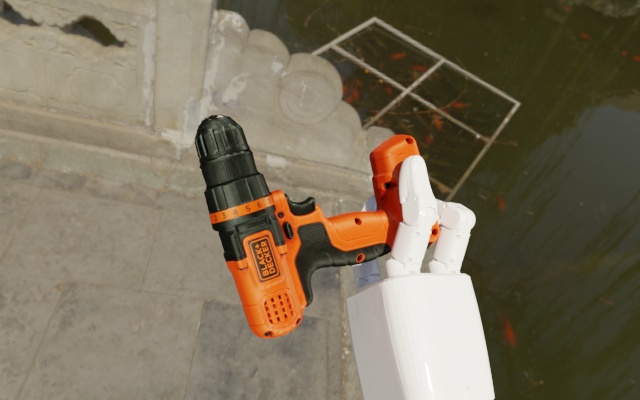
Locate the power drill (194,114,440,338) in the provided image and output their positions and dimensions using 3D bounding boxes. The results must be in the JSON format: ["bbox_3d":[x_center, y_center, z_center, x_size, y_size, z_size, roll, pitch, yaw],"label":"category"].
[{"bbox_3d":[0.001,0.001,0.410,0.187,0.184,0.057,-18,5,-20],"label":"power drill"}]
